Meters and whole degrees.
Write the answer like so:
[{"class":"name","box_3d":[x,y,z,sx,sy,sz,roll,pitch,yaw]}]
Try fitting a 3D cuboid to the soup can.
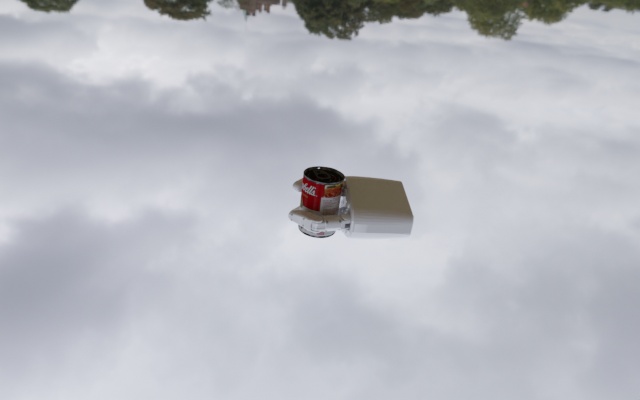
[{"class":"soup can","box_3d":[0.000,0.003,0.793,0.068,0.102,0.068,6,26,-3]}]
